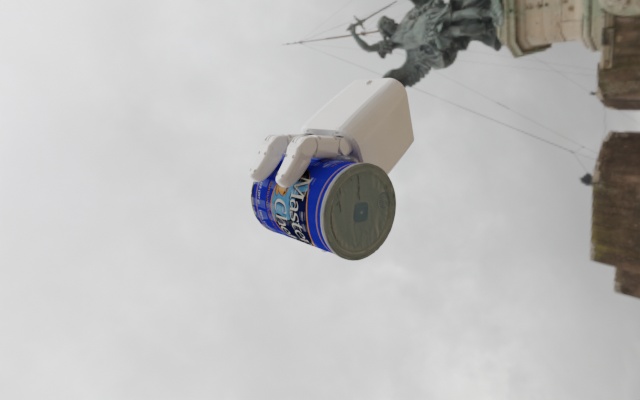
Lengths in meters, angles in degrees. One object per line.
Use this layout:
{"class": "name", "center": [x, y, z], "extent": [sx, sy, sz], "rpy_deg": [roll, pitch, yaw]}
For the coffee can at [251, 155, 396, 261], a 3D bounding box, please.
{"class": "coffee can", "center": [0.000, 0.002, 0.545], "extent": [0.103, 0.103, 0.140], "rpy_deg": [0, 9, -39]}
